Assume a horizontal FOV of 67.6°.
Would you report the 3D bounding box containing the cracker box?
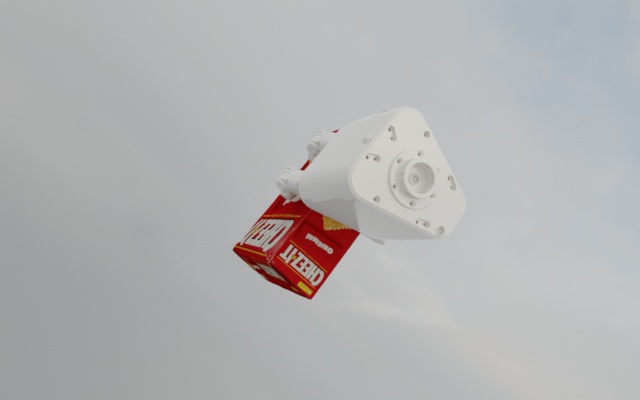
[{"bbox_3d":[0.000,0.002,0.574,0.072,0.213,0.164,44,-17,-16],"label":"cracker box"}]
